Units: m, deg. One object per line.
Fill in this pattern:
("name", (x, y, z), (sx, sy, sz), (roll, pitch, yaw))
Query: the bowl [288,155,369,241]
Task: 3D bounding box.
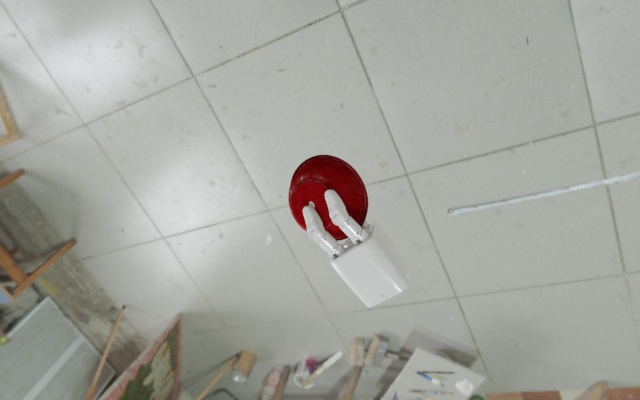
("bowl", (-0.001, 0.002, 0.842), (0.162, 0.162, 0.055), (0, 14, 30))
